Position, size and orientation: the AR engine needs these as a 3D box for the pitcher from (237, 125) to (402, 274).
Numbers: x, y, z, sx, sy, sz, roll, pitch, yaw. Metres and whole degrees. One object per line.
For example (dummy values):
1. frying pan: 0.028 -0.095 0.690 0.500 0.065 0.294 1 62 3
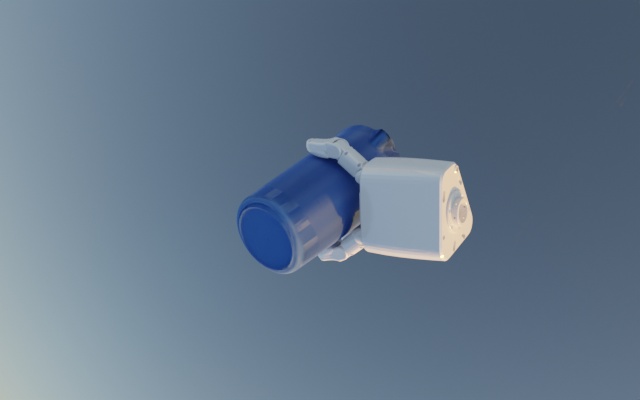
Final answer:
1. pitcher: 0.000 0.002 0.665 0.145 0.149 0.242 6 29 38
